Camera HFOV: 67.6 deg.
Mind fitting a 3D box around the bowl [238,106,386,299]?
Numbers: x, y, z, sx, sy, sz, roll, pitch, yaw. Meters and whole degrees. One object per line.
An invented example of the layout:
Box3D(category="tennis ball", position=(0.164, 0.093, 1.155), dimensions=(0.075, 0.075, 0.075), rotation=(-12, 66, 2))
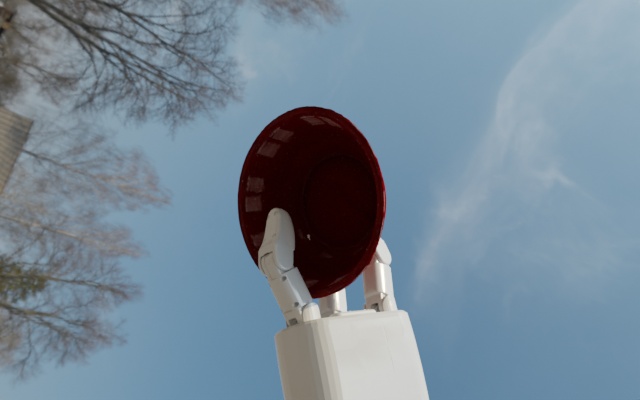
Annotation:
Box3D(category="bowl", position=(0.000, 0.000, 0.423), dimensions=(0.162, 0.162, 0.055), rotation=(0, 1, 38))
